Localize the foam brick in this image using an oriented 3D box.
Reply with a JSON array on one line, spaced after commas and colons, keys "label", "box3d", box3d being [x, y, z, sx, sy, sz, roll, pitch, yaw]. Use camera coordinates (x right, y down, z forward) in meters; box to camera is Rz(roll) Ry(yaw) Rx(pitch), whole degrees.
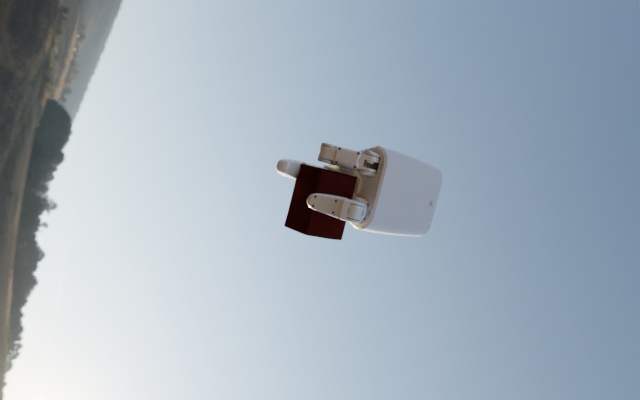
[{"label": "foam brick", "box3d": [0.000, 0.002, 0.555, 0.051, 0.078, 0.053, 12, 4, -35]}]
